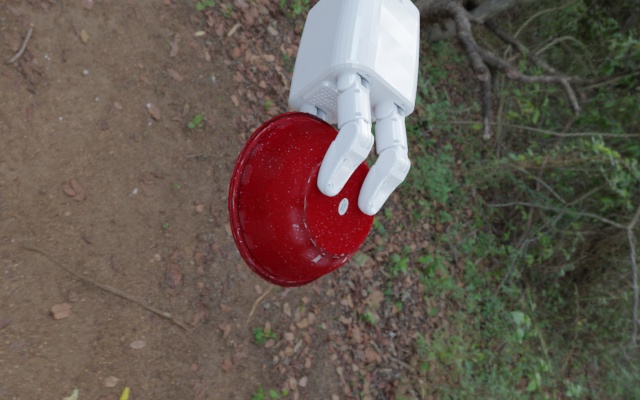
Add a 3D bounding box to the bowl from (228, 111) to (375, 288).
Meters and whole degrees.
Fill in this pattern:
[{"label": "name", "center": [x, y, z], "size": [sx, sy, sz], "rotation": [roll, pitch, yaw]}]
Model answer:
[{"label": "bowl", "center": [0.000, 0.003, 0.423], "size": [0.055, 0.162, 0.162], "rotation": [6, 4, 44]}]
